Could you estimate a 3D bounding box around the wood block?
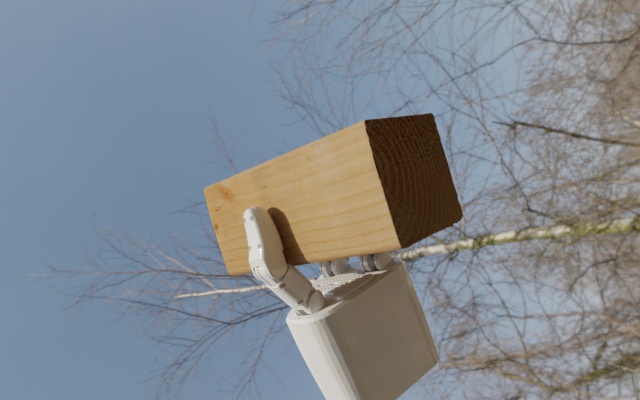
[{"bbox_3d":[0.000,0.002,0.412,0.206,0.090,0.091,-16,0,44],"label":"wood block"}]
